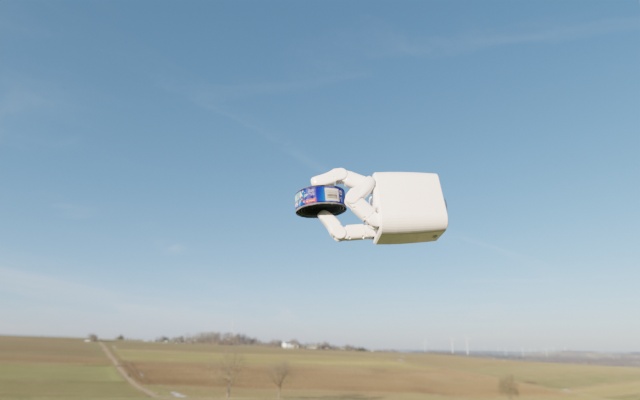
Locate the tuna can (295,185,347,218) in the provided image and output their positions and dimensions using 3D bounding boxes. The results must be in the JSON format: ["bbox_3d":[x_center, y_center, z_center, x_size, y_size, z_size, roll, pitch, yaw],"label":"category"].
[{"bbox_3d":[0.000,0.002,0.798,0.086,0.033,0.086,-4,-17,-1],"label":"tuna can"}]
